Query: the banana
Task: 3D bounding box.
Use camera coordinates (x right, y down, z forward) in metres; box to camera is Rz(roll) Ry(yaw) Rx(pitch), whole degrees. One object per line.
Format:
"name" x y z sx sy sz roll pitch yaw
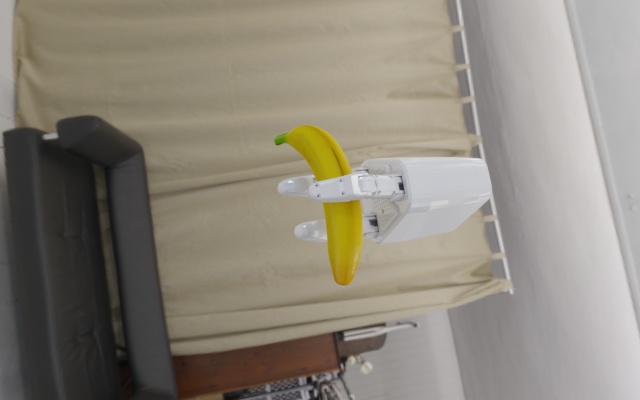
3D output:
"banana" 0.008 -0.012 0.494 0.037 0.197 0.070 1 -38 -35
